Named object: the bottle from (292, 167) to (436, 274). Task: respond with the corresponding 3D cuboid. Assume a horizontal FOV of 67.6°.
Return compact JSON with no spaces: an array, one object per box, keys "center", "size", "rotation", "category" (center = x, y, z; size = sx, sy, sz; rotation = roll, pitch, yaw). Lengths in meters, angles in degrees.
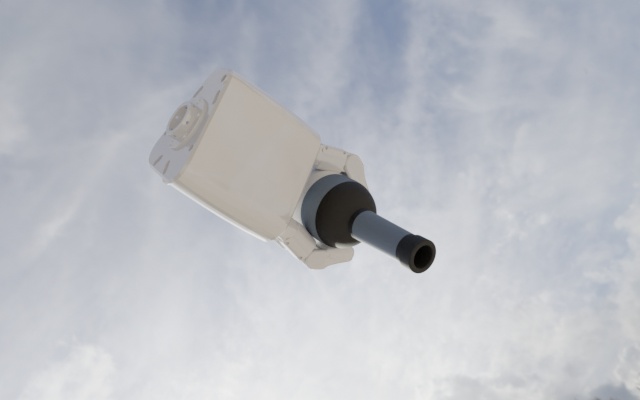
[{"center":[0.000,0.002,0.476],"size":[0.069,0.069,0.295],"rotation":[0,16,-33],"category":"bottle"}]
